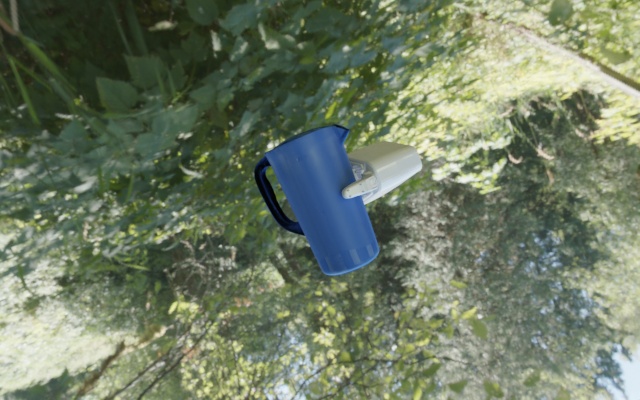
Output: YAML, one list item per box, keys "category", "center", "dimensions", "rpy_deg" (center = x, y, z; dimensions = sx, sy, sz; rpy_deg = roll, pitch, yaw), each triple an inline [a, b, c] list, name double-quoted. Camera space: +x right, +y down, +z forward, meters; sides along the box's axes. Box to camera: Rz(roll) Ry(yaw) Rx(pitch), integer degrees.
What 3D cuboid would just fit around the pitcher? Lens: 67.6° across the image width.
- category: "pitcher"
  center: [0.000, 0.003, 0.822]
  dimensions: [0.145, 0.243, 0.149]
  rpy_deg: [-25, 7, -26]
